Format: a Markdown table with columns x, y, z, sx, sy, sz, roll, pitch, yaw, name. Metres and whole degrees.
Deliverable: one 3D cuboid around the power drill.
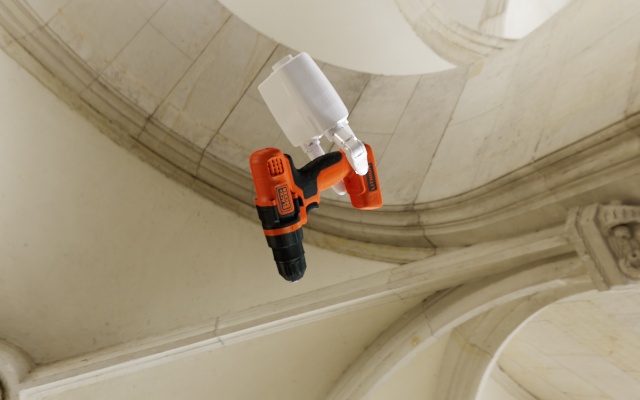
| x | y | z | sx | sy | sz | roll | pitch | yaw | name |
| --- | --- | --- | --- | --- | --- | --- | --- | --- | --- |
| 0.000 | 0.002 | 0.670 | 0.187 | 0.184 | 0.057 | -20 | 15 | -34 | power drill |
